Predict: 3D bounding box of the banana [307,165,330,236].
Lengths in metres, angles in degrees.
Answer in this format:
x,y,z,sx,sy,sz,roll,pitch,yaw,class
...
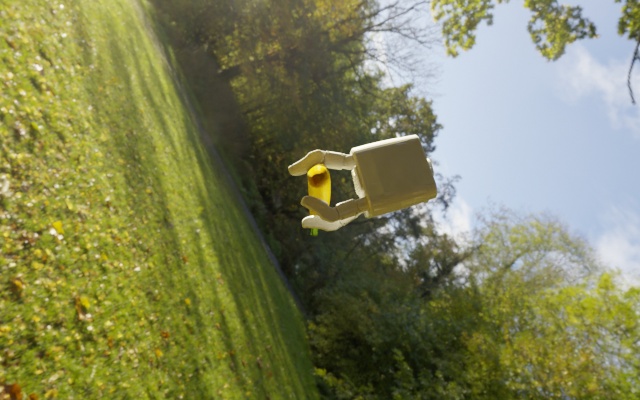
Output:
x,y,z,sx,sy,sz,roll,pitch,yaw,class
-0.001,-0.012,0.771,0.037,0.069,0.198,-4,-28,-2,banana
